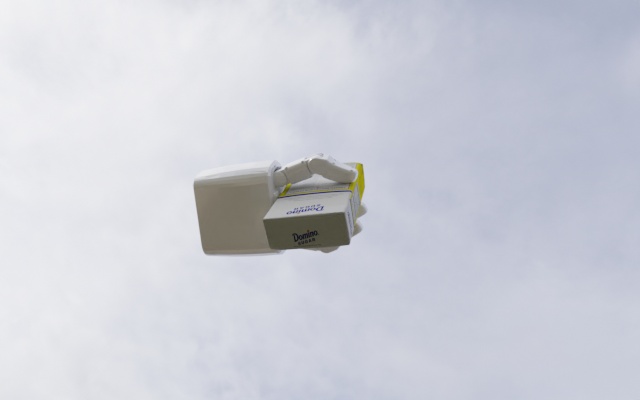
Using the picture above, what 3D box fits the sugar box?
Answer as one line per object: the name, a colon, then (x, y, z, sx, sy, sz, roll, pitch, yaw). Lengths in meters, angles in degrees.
sugar box: (0.000, 0.002, 0.584, 0.093, 0.048, 0.176, -5, 23, 14)
